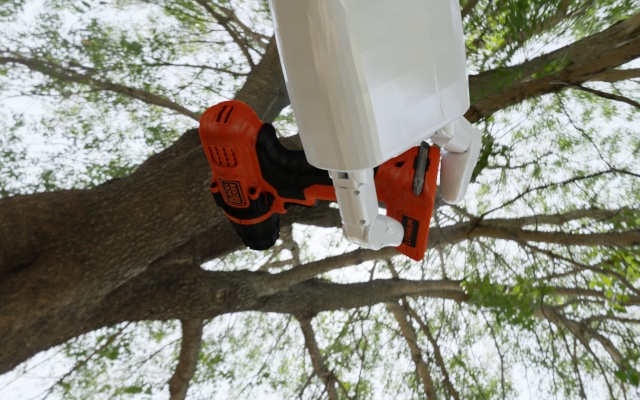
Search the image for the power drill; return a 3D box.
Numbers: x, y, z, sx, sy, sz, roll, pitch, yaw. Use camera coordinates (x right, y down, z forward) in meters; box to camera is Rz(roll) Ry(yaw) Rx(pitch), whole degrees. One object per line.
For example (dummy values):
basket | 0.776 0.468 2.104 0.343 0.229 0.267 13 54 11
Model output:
power drill | 0.001 0.001 0.409 0.187 0.057 0.185 8 -33 10
